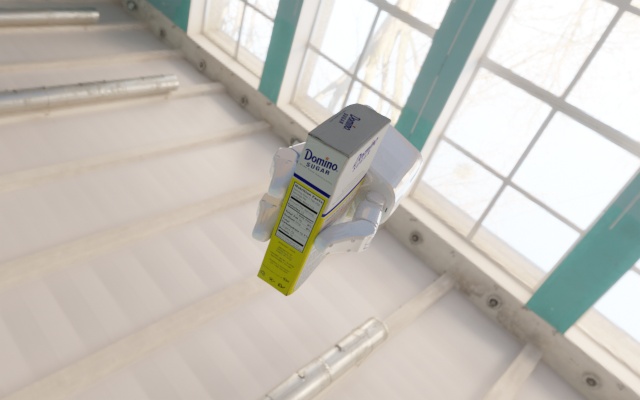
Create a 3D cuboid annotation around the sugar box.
[{"bbox_3d":[0.000,0.001,0.447,0.048,0.176,0.093,30,38,13],"label":"sugar box"}]
